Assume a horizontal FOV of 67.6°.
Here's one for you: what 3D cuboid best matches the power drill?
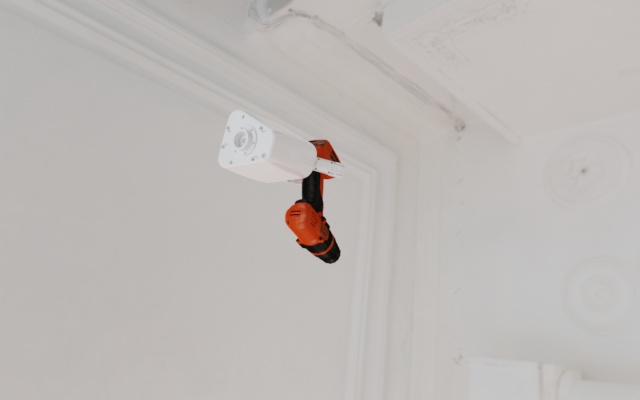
[{"bbox_3d":[0.000,0.002,0.840,0.057,0.187,0.184,-5,-29,18],"label":"power drill"}]
